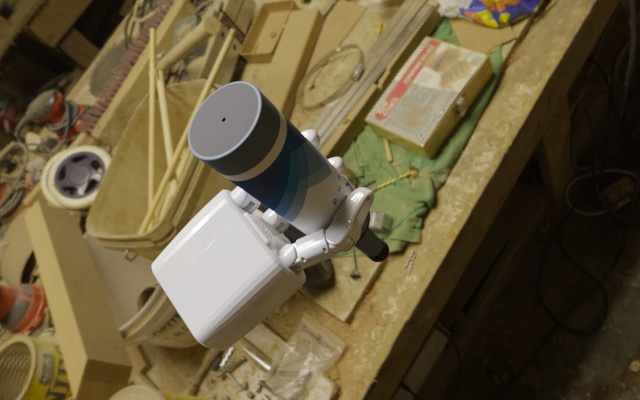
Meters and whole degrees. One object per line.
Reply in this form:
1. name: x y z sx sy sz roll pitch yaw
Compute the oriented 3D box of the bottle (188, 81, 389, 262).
1. bottle: 0.000 0.001 0.457 0.069 0.069 0.296 0 -24 31
